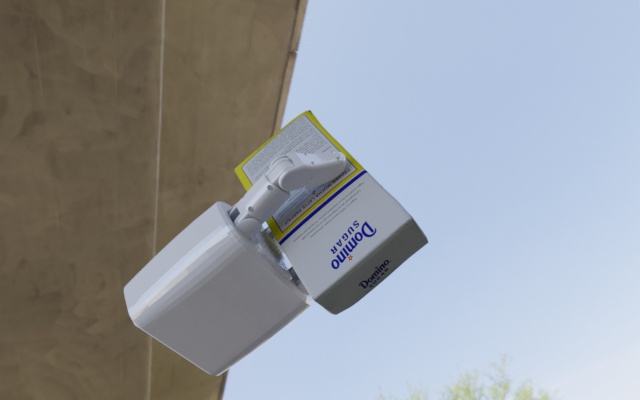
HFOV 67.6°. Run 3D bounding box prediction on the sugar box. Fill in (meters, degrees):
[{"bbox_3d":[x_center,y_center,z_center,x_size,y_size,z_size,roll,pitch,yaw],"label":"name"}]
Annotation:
[{"bbox_3d":[0.000,0.002,0.403,0.048,0.093,0.176,47,5,-48],"label":"sugar box"}]
